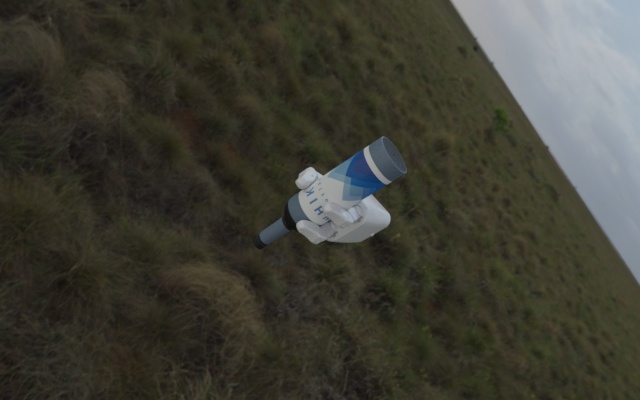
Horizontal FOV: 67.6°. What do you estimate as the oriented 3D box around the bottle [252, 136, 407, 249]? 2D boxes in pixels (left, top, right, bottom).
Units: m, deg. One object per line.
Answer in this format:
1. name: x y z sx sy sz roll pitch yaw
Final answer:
1. bottle: 0.000 0.002 0.788 0.296 0.069 0.069 -33 -15 25
